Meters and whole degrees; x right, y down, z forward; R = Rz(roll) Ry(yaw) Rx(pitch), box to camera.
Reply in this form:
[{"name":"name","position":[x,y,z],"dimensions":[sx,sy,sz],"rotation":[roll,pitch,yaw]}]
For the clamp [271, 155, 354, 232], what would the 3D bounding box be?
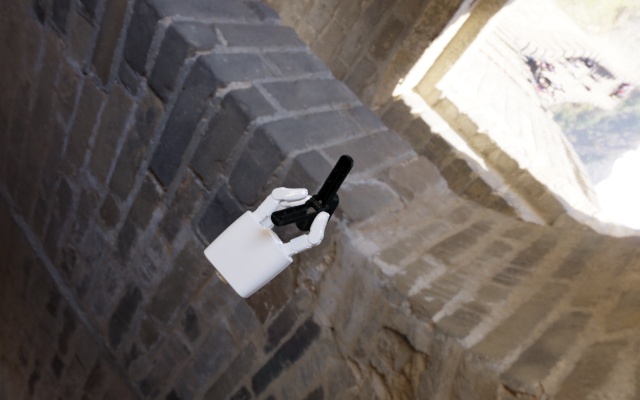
[{"name":"clamp","position":[0.001,0.004,0.842],"dimensions":[0.164,0.036,0.210],"rotation":[-41,-16,-2]}]
